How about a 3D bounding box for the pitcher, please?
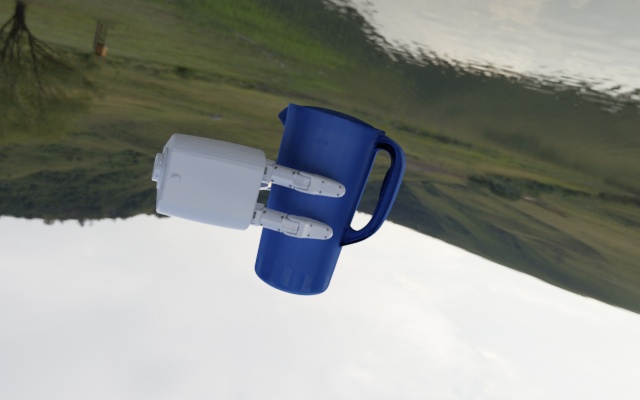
[{"bbox_3d":[0.000,0.002,0.642,0.145,0.243,0.149,12,10,-25],"label":"pitcher"}]
